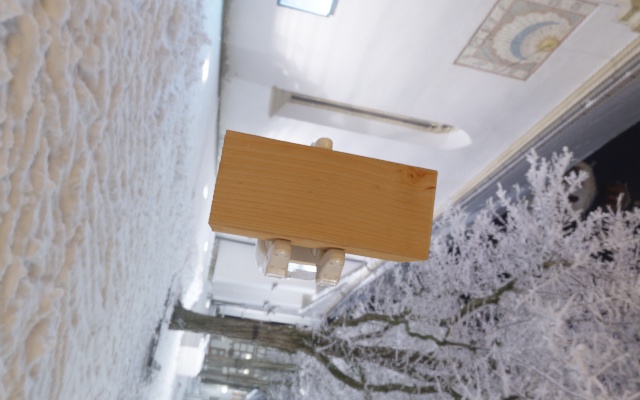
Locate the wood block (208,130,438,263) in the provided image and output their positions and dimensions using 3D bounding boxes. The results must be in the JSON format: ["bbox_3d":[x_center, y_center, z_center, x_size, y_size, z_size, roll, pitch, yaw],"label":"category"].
[{"bbox_3d":[0.000,0.001,0.483,0.206,0.091,0.090,10,-10,-8],"label":"wood block"}]
